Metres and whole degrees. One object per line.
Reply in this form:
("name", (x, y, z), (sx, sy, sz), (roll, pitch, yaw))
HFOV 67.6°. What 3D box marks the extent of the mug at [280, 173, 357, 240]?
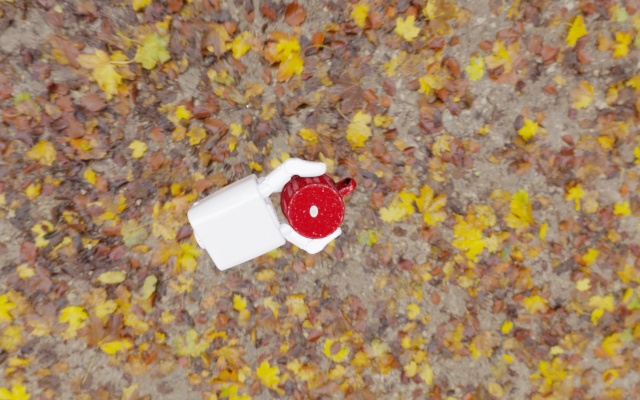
("mug", (0.001, 0.002, 0.688), (0.117, 0.093, 0.081), (-27, 14, -1))
